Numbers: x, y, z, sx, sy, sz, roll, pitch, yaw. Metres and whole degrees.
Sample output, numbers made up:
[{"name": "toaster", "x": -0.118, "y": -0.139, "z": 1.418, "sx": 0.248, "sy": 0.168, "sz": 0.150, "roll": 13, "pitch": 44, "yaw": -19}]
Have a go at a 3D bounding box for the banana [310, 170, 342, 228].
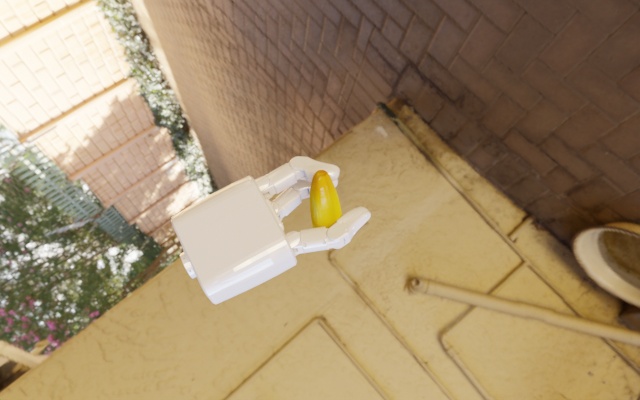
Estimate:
[{"name": "banana", "x": 0.005, "y": 0.020, "z": 0.596, "sx": 0.037, "sy": 0.069, "sz": 0.198, "roll": -16, "pitch": -12, "yaw": -2}]
